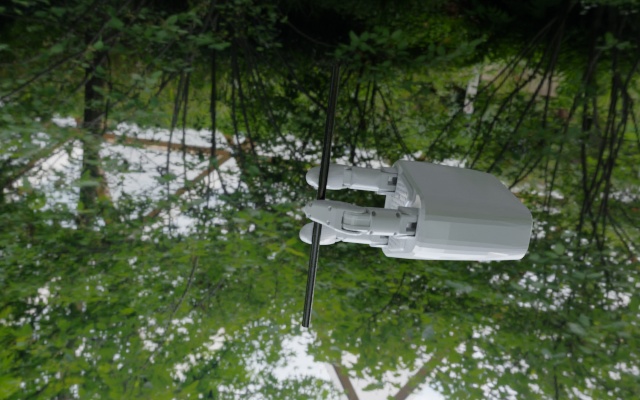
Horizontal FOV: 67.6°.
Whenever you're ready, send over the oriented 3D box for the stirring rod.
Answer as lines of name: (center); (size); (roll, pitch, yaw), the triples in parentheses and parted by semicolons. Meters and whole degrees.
stirring rod: (0.000, 0.001, 0.434); (0.011, 0.239, 0.011); (7, 10, -1)
